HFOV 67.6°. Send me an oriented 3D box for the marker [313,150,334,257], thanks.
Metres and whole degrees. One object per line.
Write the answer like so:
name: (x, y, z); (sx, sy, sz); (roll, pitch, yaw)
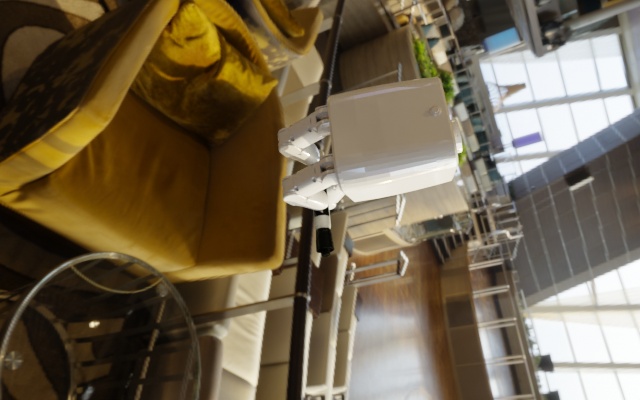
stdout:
marker: (0.000, 0.002, 0.511); (0.020, 0.121, 0.020); (-5, -25, -2)
